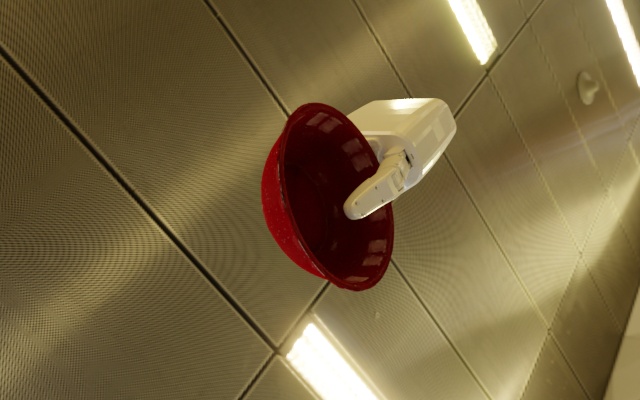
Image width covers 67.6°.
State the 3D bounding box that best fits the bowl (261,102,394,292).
[{"bbox_3d":[-0.001,0.002,0.411,0.055,0.162,0.162,-18,-10,34],"label":"bowl"}]
